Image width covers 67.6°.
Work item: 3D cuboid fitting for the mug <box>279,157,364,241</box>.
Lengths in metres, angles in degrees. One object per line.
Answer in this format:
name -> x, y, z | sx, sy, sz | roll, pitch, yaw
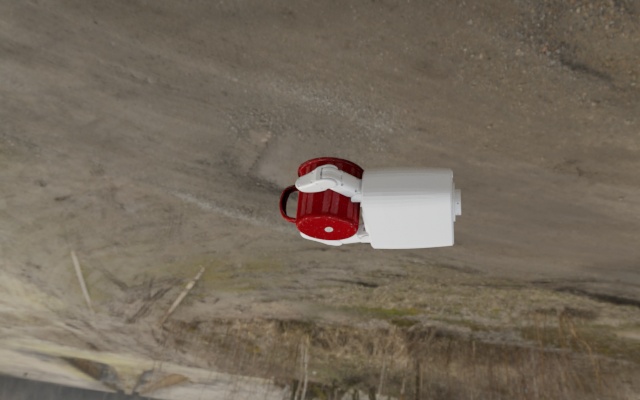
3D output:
mug -> -0.001, 0.002, 0.628 | 0.117, 0.081, 0.093 | -3, -27, 17
